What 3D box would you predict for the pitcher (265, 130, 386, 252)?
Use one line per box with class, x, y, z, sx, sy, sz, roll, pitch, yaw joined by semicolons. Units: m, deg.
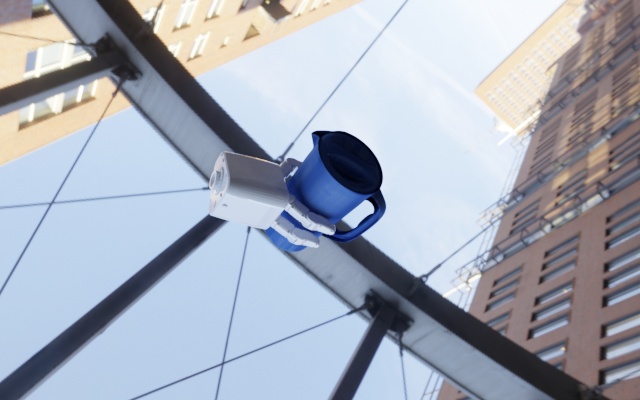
pitcher;0.000;0.003;0.873;0.145;0.149;0.243;15;-40;-28
